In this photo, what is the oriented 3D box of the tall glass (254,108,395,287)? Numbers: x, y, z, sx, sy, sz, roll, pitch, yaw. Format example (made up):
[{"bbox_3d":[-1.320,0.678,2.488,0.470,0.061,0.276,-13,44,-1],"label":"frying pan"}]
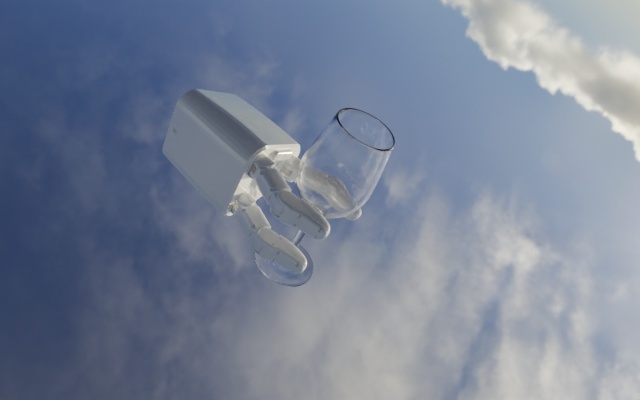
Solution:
[{"bbox_3d":[0.000,0.002,0.499,0.079,0.079,0.201,0,-43,-36],"label":"tall glass"}]
